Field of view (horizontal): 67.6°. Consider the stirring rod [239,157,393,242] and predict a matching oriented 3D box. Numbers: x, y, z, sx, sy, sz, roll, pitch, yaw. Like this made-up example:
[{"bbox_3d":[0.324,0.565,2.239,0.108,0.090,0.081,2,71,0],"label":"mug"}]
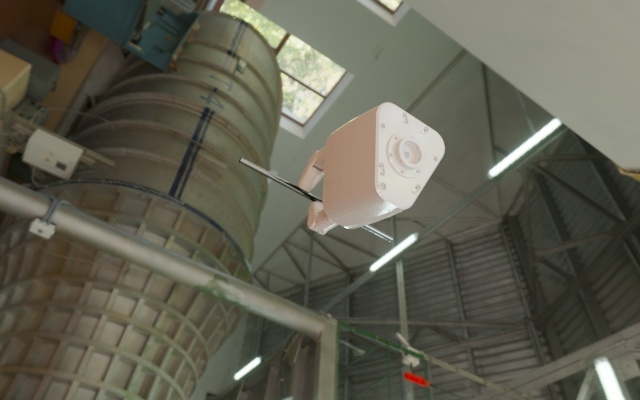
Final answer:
[{"bbox_3d":[0.000,0.002,0.635,0.239,0.011,0.011,28,-10,-20],"label":"stirring rod"}]
